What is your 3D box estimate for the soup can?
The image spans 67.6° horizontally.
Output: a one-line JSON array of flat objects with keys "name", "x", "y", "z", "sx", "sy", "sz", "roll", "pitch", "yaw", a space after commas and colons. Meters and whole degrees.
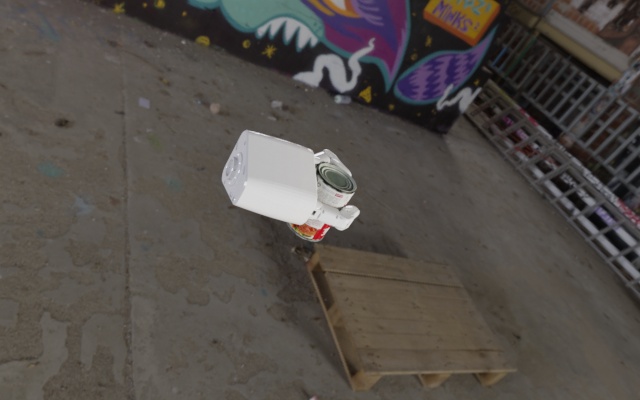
[{"name": "soup can", "x": 0.001, "y": 0.002, "z": 0.718, "sx": 0.068, "sy": 0.102, "sz": 0.068, "roll": 25, "pitch": 30, "yaw": -16}]
